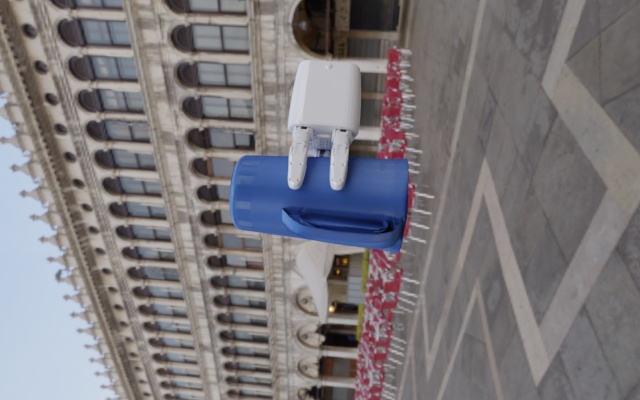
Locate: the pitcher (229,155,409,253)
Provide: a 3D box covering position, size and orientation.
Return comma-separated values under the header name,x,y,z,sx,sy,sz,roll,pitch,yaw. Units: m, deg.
name,x,y,z,sx,sy,sz,roll,pitch,yaw
pitcher,0.000,0.002,0.666,0.243,0.145,0.149,5,-17,4
